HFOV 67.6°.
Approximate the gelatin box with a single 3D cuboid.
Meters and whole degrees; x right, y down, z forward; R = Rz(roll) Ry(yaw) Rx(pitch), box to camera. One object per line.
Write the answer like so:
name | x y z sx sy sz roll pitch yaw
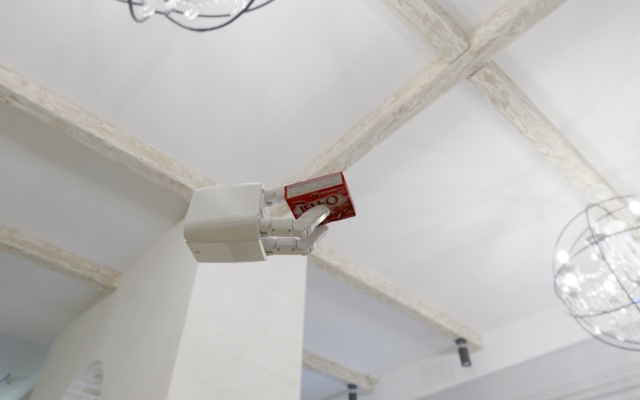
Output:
gelatin box | 0.000 0.002 0.692 0.089 0.030 0.073 -15 -44 8
